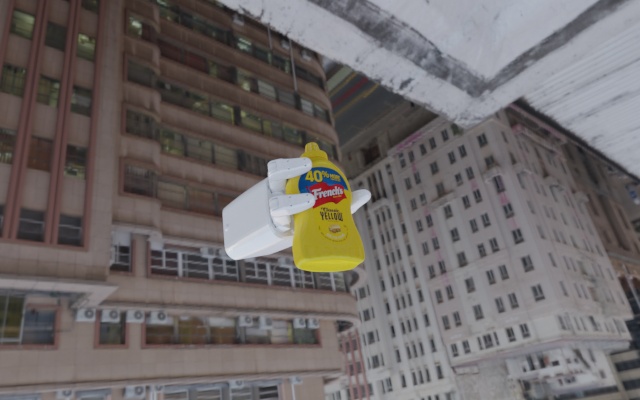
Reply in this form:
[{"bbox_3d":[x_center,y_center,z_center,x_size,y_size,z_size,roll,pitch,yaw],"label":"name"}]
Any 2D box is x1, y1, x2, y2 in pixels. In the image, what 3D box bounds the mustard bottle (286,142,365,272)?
[{"bbox_3d":[0.000,0.002,0.674,0.096,0.191,0.058,4,-29,-25],"label":"mustard bottle"}]
